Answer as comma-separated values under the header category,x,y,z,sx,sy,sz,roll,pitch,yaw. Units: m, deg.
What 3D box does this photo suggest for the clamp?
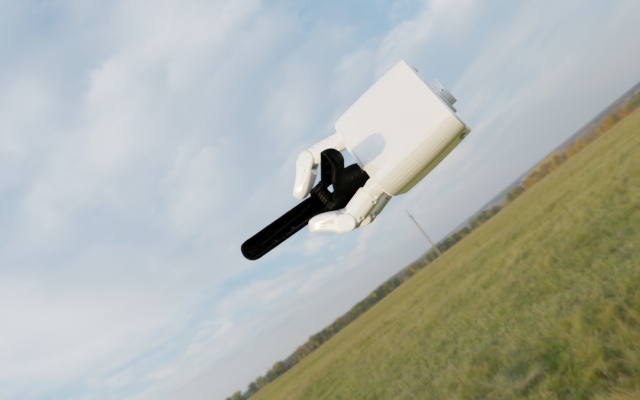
category,x,y,z,sx,sy,sz,roll,pitch,yaw
clamp,0.000,0.001,0.579,0.164,0.036,0.210,-45,-13,20
